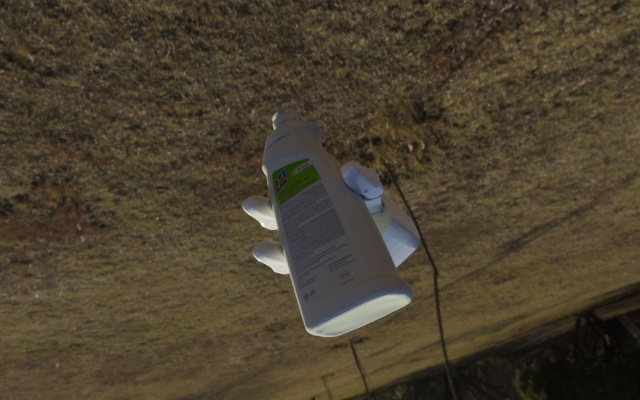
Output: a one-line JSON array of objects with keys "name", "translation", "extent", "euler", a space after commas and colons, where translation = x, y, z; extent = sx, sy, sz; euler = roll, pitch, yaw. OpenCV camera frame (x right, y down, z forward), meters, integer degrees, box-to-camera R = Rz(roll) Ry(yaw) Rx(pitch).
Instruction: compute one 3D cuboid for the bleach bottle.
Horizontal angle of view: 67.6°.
[{"name": "bleach bottle", "translation": [0.000, 0.002, 0.487], "extent": [0.102, 0.250, 0.068], "euler": [-30, -32, 19]}]
